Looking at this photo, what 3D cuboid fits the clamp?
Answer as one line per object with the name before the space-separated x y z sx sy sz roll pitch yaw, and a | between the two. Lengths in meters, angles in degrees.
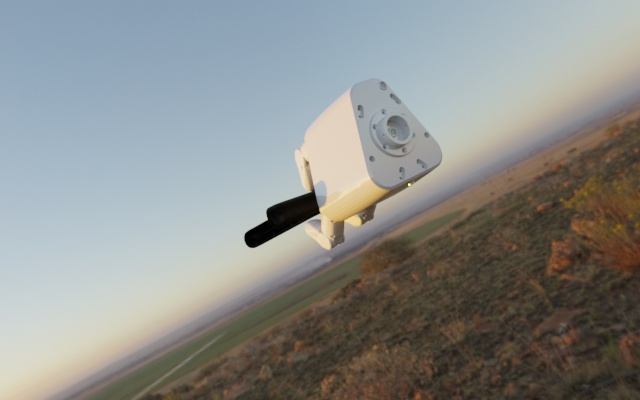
clamp | 0.000 0.001 0.605 0.210 0.036 0.164 -25 -4 -29
